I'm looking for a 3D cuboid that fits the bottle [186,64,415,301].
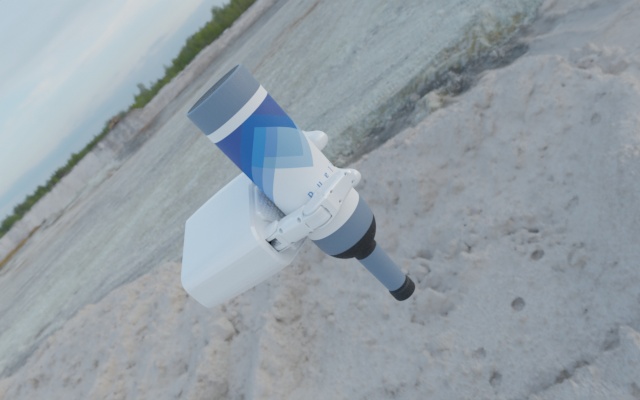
[{"bbox_3d":[0.000,0.001,0.473,0.296,0.069,0.069,47,-22,-22],"label":"bottle"}]
